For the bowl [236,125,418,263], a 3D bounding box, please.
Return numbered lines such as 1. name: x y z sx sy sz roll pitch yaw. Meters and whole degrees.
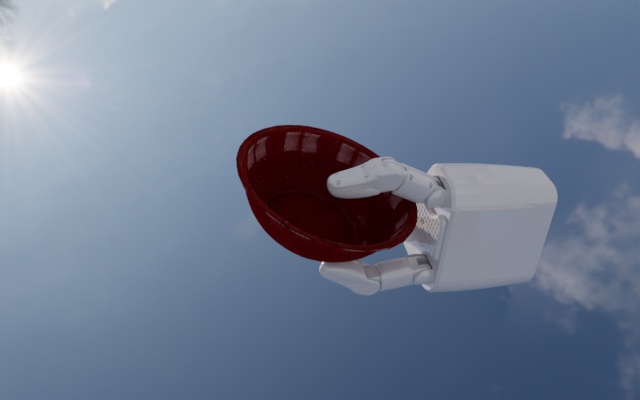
1. bowl: -0.001 0.001 0.418 0.162 0.055 0.162 16 37 -12
